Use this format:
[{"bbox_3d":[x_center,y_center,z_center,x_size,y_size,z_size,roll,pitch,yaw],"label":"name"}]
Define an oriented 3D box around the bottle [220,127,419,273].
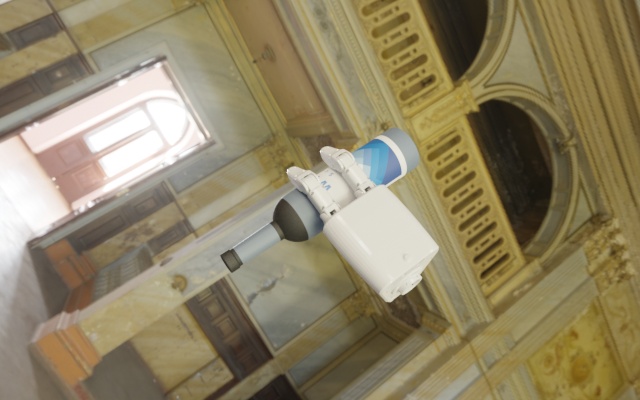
[{"bbox_3d":[0.000,0.002,0.635,0.295,0.069,0.069,-33,11,-17],"label":"bottle"}]
